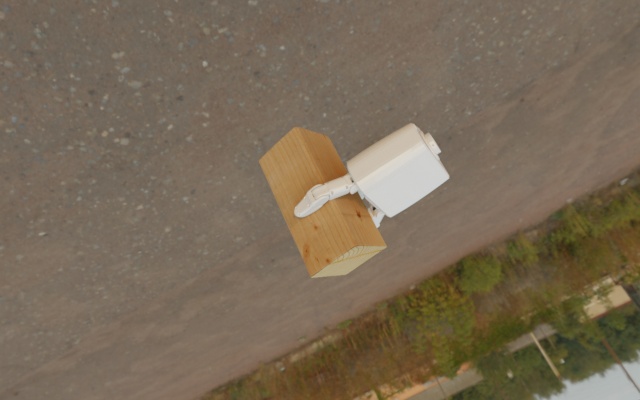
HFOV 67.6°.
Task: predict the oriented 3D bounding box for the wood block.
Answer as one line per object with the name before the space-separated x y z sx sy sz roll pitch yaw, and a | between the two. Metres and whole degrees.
wood block | 0.000 0.002 0.721 0.090 0.206 0.091 -39 -26 27
